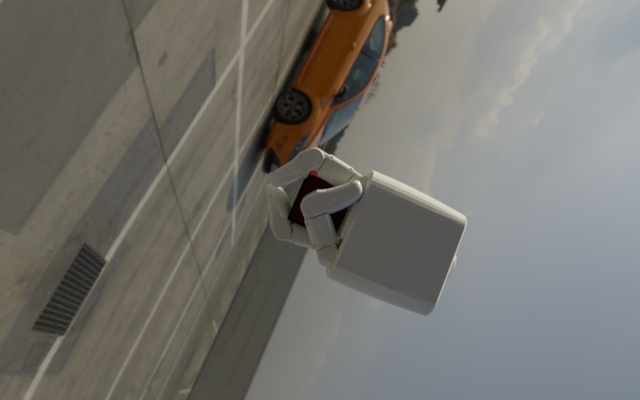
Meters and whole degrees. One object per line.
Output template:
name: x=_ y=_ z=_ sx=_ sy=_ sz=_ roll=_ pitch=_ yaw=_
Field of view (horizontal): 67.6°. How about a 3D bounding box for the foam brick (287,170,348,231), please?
foam brick: x=0.000 y=0.002 z=0.511 sx=0.051 sy=0.053 sz=0.078 roll=24 pitch=8 yaw=-2
